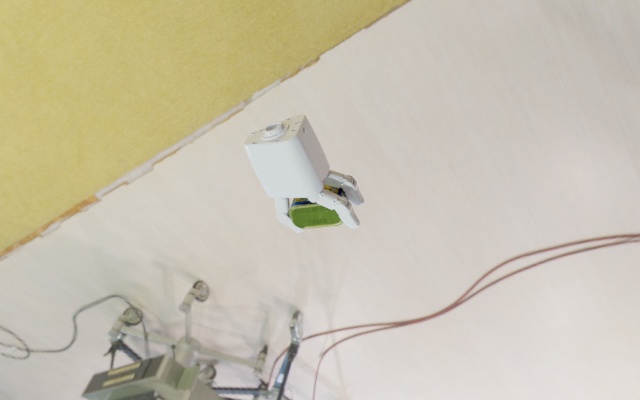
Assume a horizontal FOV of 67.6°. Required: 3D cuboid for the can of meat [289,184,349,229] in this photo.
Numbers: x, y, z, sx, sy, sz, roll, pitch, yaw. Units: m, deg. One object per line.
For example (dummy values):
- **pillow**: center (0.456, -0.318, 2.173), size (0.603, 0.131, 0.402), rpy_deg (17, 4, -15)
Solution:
- **can of meat**: center (0.000, 0.003, 0.851), size (0.102, 0.057, 0.084), rpy_deg (-7, 35, 18)
